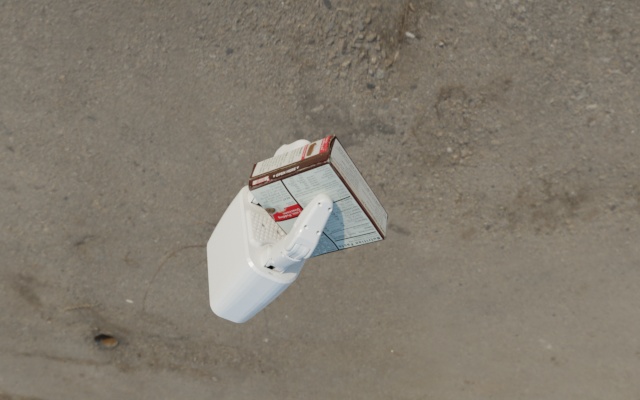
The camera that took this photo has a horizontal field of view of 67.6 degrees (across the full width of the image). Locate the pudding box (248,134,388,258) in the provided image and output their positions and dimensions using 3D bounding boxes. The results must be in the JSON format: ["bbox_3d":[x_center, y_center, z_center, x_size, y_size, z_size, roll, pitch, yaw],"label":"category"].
[{"bbox_3d":[0.000,0.002,0.449,0.090,0.039,0.113,-17,-49,26],"label":"pudding box"}]
